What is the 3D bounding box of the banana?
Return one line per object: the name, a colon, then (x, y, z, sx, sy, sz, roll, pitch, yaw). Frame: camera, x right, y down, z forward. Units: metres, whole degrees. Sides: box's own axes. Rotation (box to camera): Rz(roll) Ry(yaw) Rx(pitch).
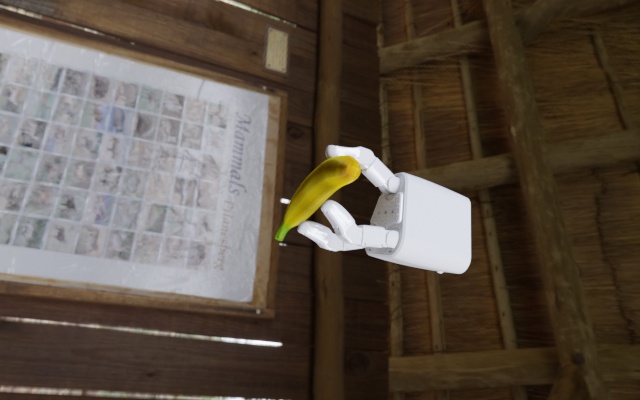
banana: (0.001, -0.012, 0.592, 0.037, 0.069, 0.198, 22, -36, -18)
